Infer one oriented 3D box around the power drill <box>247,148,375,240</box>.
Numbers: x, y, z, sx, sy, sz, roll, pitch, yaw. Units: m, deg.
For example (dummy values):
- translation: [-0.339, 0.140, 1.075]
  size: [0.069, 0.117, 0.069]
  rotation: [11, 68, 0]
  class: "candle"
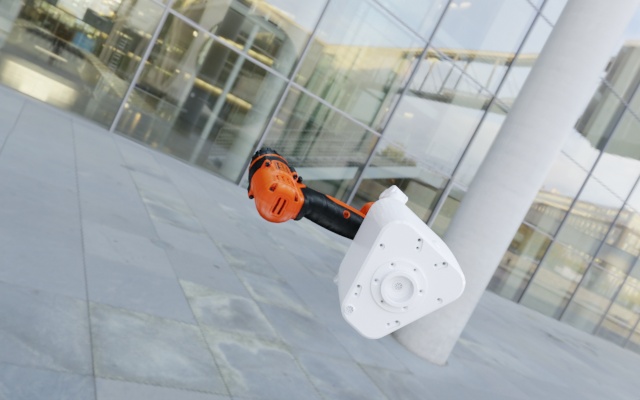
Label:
- translation: [0.001, 0.002, 0.580]
  size: [0.188, 0.057, 0.184]
  rotation: [22, 16, -18]
  class: "power drill"
